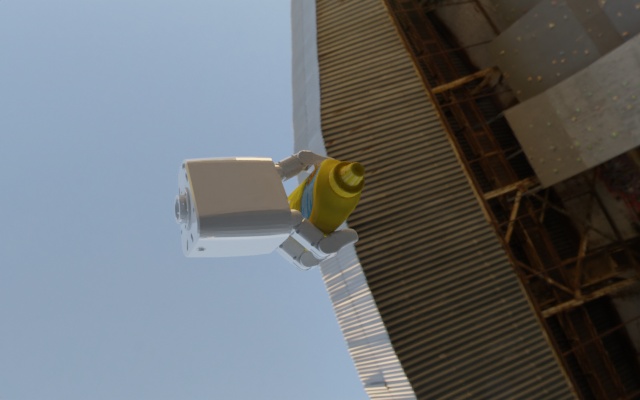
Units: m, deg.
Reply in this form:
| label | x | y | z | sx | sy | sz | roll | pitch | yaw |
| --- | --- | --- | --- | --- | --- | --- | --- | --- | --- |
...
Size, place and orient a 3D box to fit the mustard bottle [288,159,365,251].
| label | x | y | z | sx | sy | sz | roll | pitch | yaw |
| --- | --- | --- | --- | --- | --- | --- | --- | --- | --- |
| mustard bottle | 0.000 | 0.002 | 0.597 | 0.058 | 0.096 | 0.192 | 22 | -31 | -16 |
